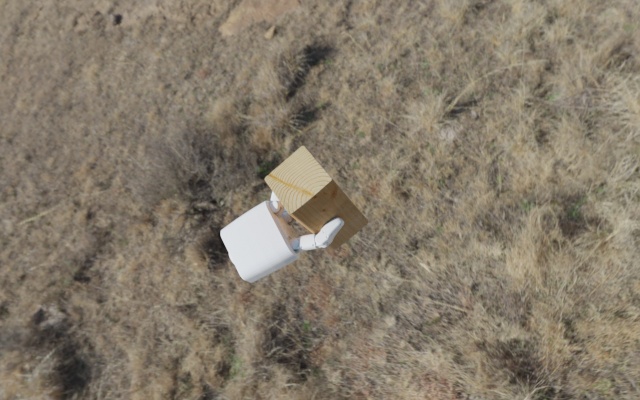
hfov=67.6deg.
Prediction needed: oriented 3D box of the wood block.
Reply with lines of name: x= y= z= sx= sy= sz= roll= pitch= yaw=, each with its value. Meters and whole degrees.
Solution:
wood block: x=0.000 y=0.003 z=0.857 sx=0.090 sy=0.090 sz=0.206 roll=-40 pitch=-31 yaw=3
